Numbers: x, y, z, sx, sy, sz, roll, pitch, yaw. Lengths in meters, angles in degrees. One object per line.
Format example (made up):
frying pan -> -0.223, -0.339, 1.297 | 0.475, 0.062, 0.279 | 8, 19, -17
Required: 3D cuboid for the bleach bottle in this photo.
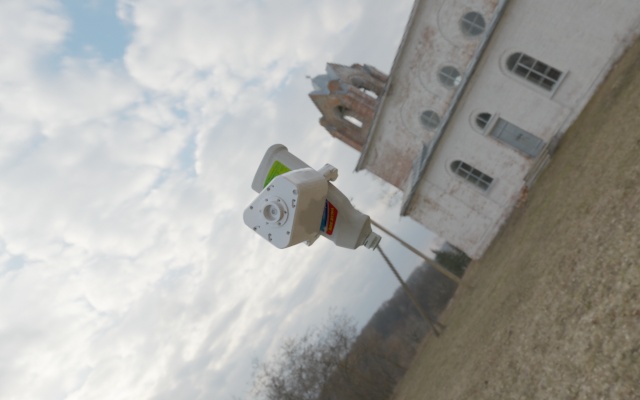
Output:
bleach bottle -> 0.000, 0.003, 0.852 | 0.251, 0.102, 0.068 | 33, 19, 15
